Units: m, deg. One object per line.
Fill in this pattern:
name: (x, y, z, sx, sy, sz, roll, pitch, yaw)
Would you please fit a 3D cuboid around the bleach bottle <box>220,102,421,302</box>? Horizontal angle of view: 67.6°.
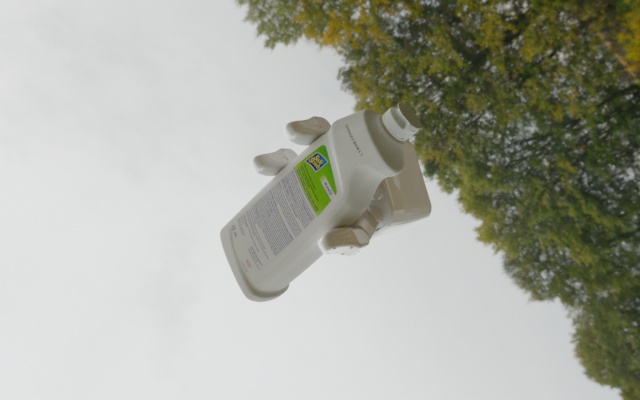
bleach bottle: (0.000, 0.001, 0.476, 0.251, 0.102, 0.068, -40, -21, 32)
